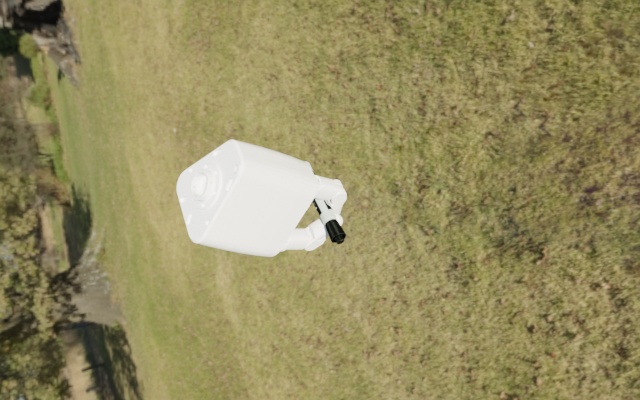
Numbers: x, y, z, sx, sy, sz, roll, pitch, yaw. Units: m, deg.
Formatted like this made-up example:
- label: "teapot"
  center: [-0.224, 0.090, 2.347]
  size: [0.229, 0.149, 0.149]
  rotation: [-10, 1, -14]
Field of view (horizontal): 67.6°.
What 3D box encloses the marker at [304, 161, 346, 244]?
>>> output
- label: "marker"
  center: [0.000, 0.002, 0.575]
  size: [0.020, 0.121, 0.020]
  rotation: [-18, -33, -13]
